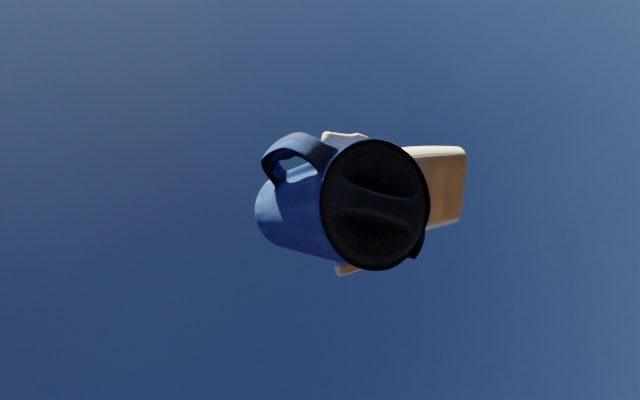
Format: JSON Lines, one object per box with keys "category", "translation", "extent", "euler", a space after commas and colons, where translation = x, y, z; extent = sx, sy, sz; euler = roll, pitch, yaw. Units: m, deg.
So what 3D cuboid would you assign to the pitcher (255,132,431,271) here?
{"category": "pitcher", "translation": [0.000, 0.002, 0.577], "extent": [0.145, 0.149, 0.243], "euler": [-8, 1, -27]}
